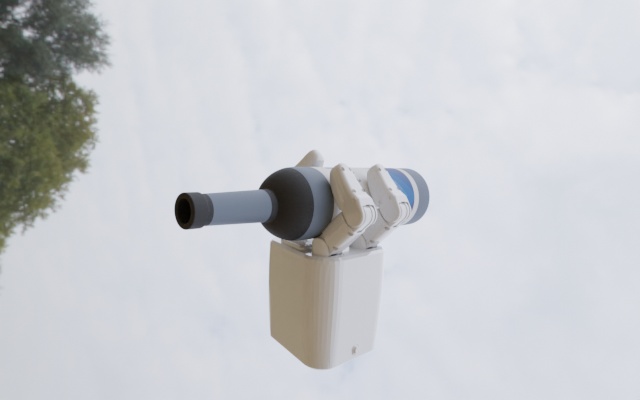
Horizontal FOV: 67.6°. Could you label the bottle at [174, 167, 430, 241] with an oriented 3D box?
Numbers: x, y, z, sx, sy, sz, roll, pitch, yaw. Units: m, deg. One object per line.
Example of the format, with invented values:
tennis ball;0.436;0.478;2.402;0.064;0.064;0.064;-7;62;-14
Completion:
bottle;0.000;0.001;0.455;0.069;0.069;0.296;0;2;43
